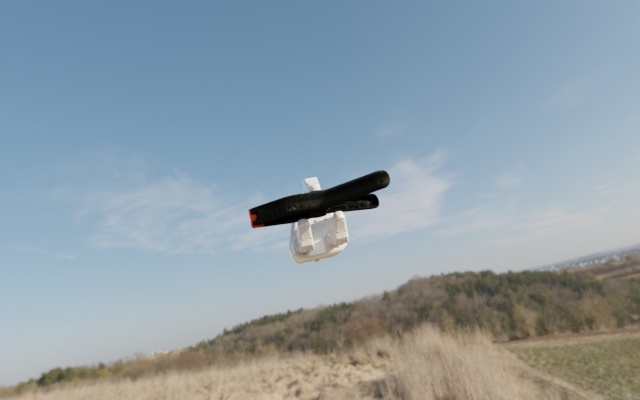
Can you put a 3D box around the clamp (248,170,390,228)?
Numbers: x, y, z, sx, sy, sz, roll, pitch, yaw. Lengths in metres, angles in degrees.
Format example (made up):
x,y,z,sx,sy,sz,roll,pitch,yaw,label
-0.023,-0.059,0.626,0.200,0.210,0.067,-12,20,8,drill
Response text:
x,y,z,sx,sy,sz,roll,pitch,yaw,label
-0.001,0.002,0.696,0.210,0.036,0.164,-11,-13,-8,clamp
